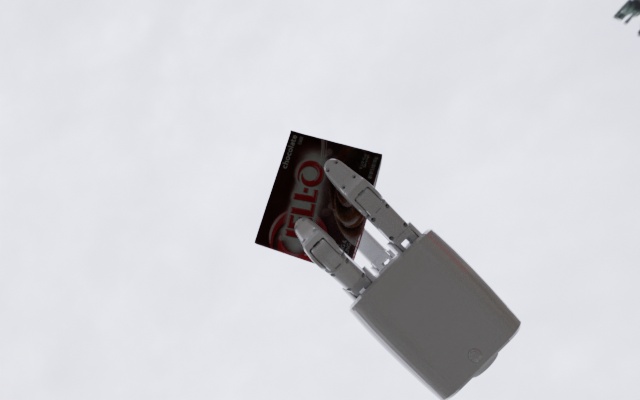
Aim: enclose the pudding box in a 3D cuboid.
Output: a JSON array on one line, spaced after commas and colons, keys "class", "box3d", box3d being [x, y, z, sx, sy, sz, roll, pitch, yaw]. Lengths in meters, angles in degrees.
[{"class": "pudding box", "box3d": [0.000, 0.001, 0.443, 0.090, 0.113, 0.039, 16, -7, 12]}]
